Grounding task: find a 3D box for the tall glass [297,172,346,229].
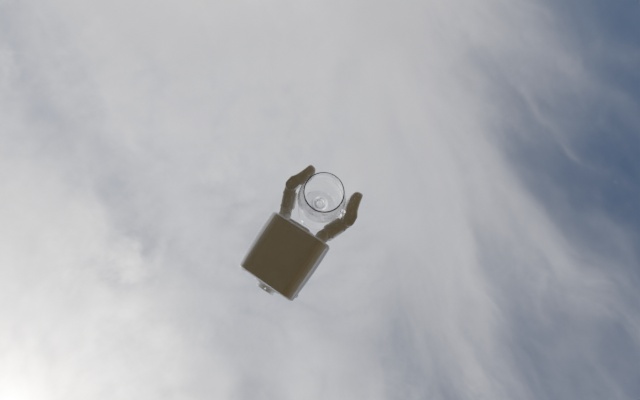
[{"bbox_3d":[0.000,0.003,0.804,0.079,0.079,0.201,0,-9,-3],"label":"tall glass"}]
